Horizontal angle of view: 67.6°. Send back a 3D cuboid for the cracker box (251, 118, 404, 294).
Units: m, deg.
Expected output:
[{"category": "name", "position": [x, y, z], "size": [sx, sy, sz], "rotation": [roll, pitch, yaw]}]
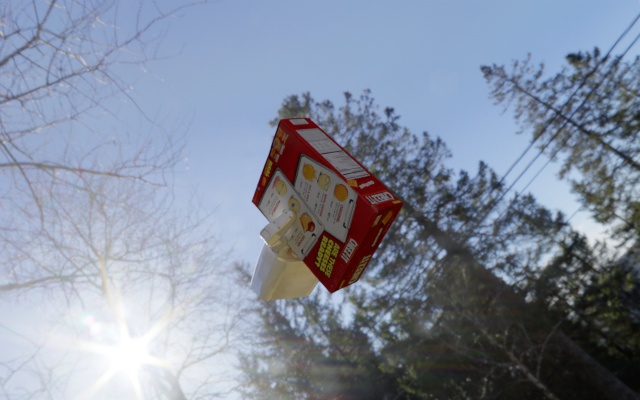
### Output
[{"category": "cracker box", "position": [0.000, 0.002, 0.713], "size": [0.072, 0.164, 0.213], "rotation": [-15, 51, -44]}]
